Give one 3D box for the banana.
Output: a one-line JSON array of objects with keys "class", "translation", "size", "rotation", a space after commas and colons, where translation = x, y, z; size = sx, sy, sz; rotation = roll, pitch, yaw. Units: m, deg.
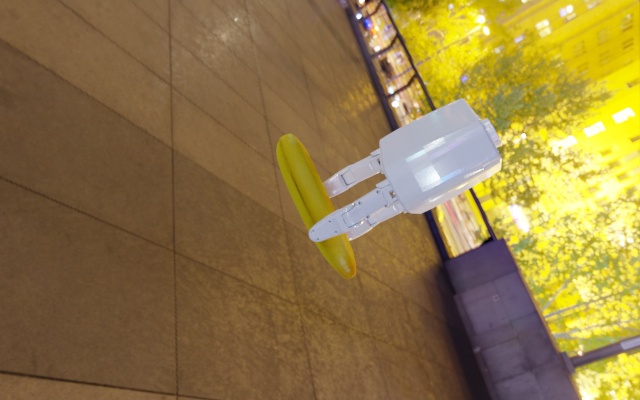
[{"class": "banana", "translation": [-0.008, -0.004, 0.545], "size": [0.037, 0.197, 0.069], "rotation": [-29, -19, 14]}]
